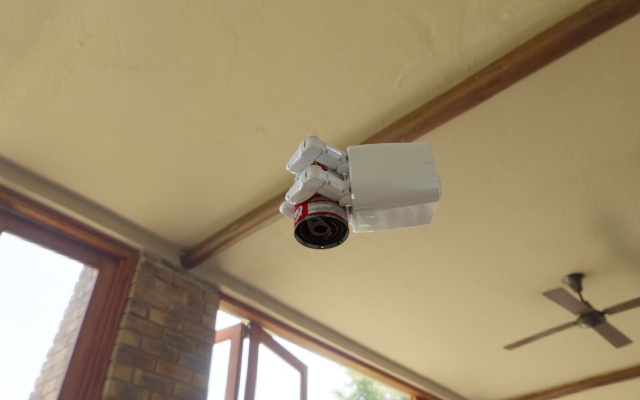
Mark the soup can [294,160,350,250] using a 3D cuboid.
[{"bbox_3d":[0.000,0.002,0.613,0.068,0.102,0.069,-1,-41,-1],"label":"soup can"}]
